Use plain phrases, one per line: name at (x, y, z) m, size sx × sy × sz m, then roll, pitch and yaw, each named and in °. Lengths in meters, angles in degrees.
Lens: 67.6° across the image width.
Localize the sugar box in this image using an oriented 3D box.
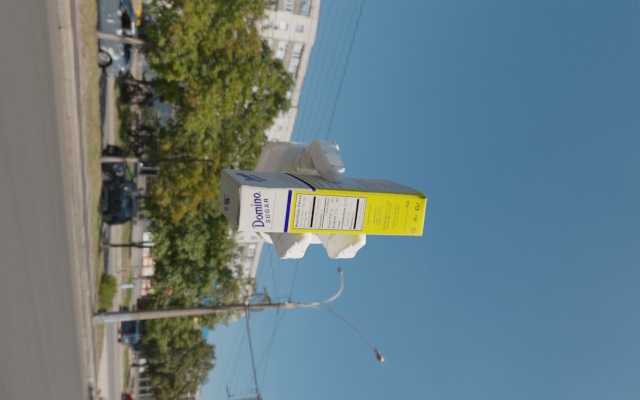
sugar box at (0.000, 0.002, 0.449) m, size 0.176 × 0.048 × 0.093 m, roll 0°, pitch 11°, yaw -20°
